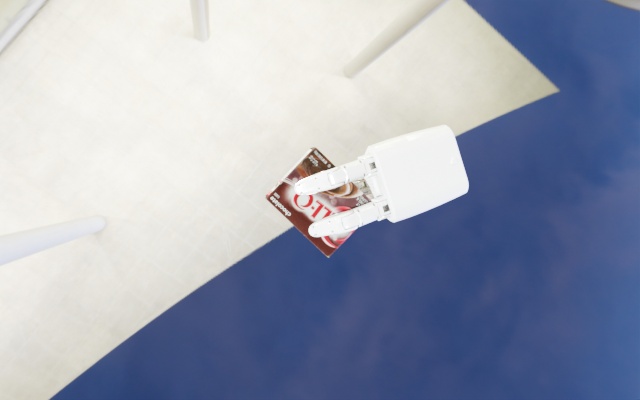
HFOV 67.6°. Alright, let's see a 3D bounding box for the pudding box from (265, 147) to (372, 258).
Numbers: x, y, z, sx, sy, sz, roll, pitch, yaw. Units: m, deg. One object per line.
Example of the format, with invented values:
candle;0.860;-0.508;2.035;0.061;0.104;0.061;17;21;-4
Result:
pudding box;0.000;0.002;0.608;0.113;0.090;0.039;43;-2;-7
